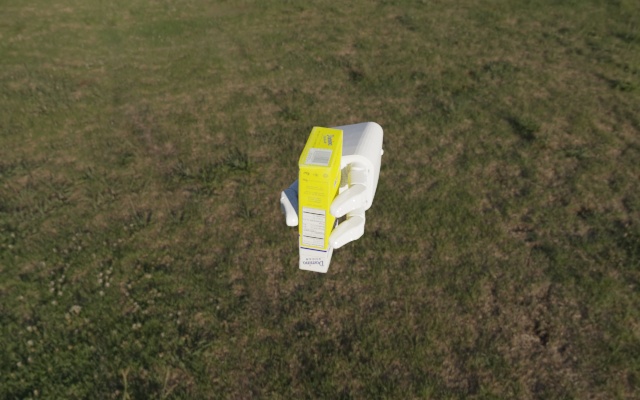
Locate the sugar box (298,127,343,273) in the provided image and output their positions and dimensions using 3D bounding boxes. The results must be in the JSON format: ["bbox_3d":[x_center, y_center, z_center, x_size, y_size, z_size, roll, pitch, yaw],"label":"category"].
[{"bbox_3d":[0.001,0.002,0.637,0.048,0.176,0.093,6,40,10],"label":"sugar box"}]
